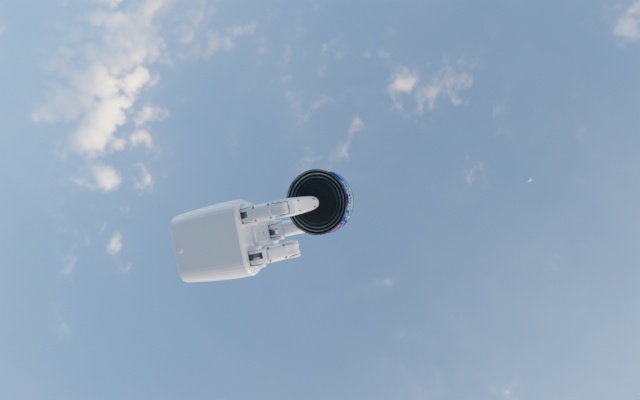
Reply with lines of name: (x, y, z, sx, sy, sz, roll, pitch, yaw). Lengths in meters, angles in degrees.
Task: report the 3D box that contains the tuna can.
tuna can: (0.000, 0.002, 0.632, 0.086, 0.086, 0.034, 0, 0, 23)
